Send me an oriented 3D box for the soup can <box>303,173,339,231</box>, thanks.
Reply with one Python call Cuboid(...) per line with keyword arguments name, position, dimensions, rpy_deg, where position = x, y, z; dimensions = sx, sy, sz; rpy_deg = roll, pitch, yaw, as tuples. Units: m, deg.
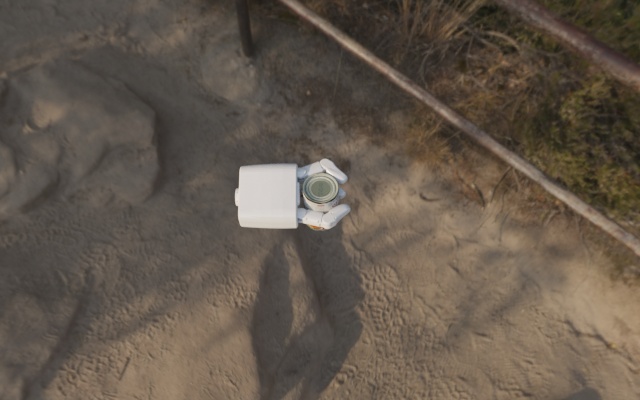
Cuboid(name="soup can", position=(0.001, 0.003, 0.896), dimensions=(0.068, 0.068, 0.102), rpy_deg=(0, -32, 0))
